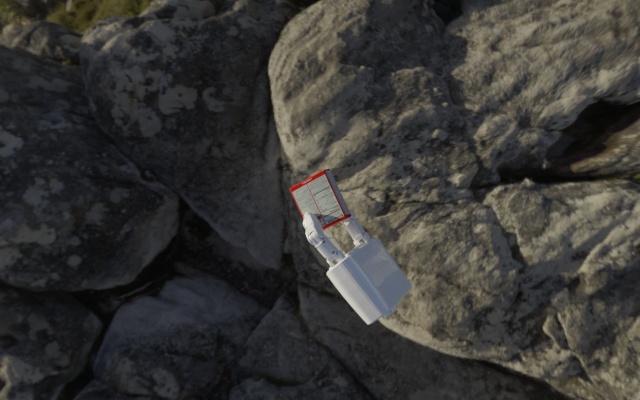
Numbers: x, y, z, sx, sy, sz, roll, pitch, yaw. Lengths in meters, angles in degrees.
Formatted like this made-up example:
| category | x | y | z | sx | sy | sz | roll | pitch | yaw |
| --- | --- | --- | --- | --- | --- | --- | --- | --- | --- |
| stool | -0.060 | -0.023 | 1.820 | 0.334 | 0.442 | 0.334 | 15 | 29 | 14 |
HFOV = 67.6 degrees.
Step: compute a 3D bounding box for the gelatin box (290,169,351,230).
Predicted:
| category | x | y | z | sx | sy | sz | roll | pitch | yaw |
| --- | --- | --- | --- | --- | --- | --- | --- | --- | --- |
| gelatin box | 0.000 | 0.002 | 0.798 | 0.073 | 0.089 | 0.030 | -28 | -6 | 25 |
